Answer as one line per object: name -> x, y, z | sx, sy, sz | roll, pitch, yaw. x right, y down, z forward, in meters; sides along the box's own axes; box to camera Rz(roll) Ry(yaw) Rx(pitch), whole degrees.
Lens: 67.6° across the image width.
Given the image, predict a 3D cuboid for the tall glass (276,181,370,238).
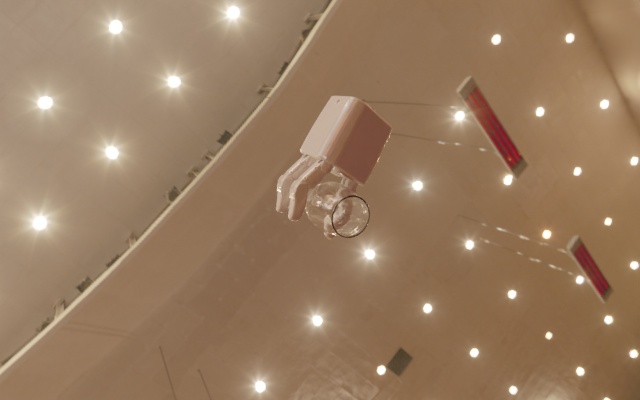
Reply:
tall glass -> 0.000, 0.002, 0.756 | 0.079, 0.079, 0.201 | 0, 12, -26
